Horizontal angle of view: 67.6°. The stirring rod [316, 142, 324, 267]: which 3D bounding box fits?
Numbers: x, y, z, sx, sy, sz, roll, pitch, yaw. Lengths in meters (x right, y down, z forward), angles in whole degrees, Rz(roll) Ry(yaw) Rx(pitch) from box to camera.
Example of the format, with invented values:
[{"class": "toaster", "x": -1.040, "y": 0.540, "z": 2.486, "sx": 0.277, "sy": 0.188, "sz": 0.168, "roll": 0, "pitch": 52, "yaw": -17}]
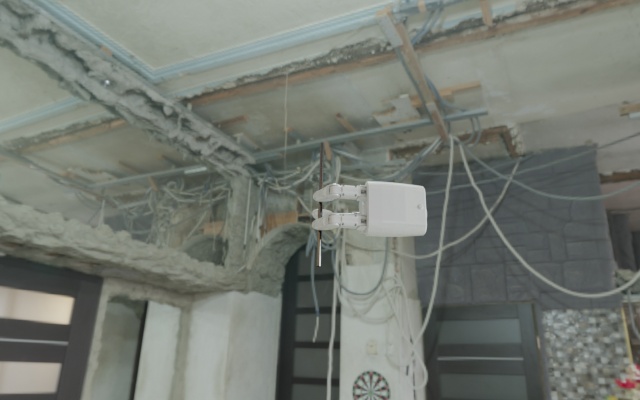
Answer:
[{"class": "stirring rod", "x": 0.000, "y": 0.003, "z": 0.881, "sx": 0.011, "sy": 0.239, "sz": 0.011, "roll": 2, "pitch": -20, "yaw": 1}]
